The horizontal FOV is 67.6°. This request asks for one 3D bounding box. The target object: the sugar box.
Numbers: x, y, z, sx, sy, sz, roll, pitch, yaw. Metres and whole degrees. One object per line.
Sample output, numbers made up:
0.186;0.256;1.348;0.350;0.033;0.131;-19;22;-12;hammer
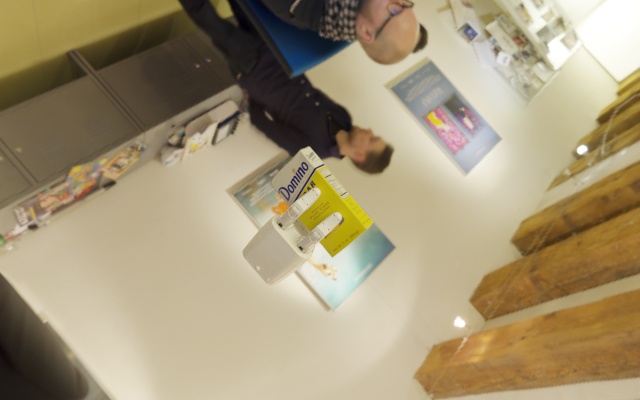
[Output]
0.000;0.003;0.833;0.093;0.176;0.048;-44;-3;29;sugar box
